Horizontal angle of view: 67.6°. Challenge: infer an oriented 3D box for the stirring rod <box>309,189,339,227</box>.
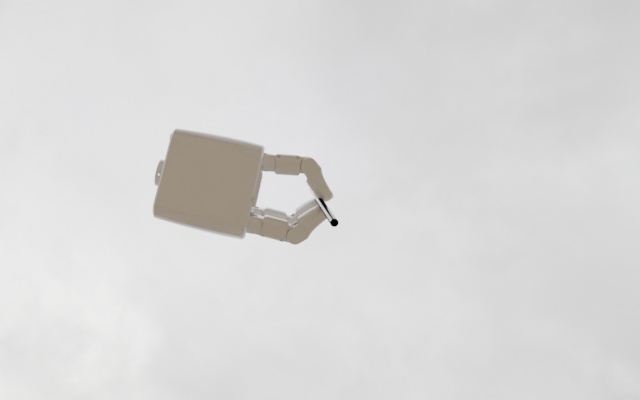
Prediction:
[{"bbox_3d":[0.000,0.002,0.569,0.011,0.011,0.239,0,9,-6],"label":"stirring rod"}]
